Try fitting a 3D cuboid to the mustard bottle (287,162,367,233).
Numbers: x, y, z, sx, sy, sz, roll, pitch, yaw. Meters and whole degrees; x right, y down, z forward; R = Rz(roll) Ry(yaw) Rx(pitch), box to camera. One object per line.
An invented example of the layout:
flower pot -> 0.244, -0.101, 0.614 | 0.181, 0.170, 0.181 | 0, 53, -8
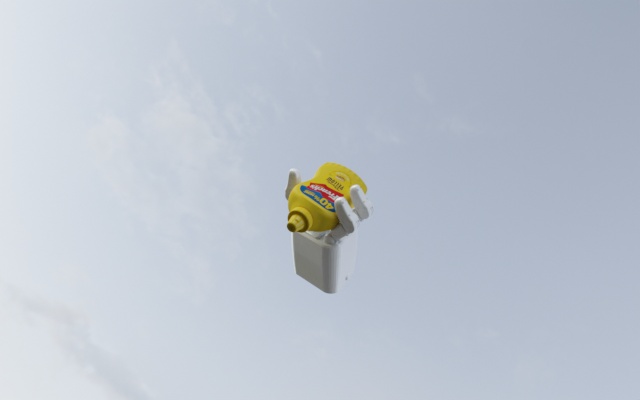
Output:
mustard bottle -> 0.000, 0.002, 0.809 | 0.096, 0.058, 0.191 | 36, 38, 11
